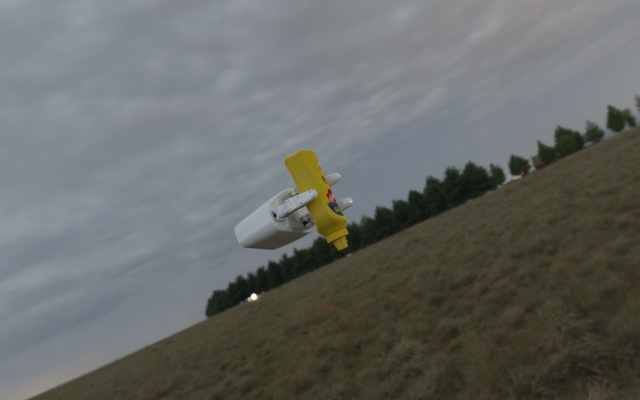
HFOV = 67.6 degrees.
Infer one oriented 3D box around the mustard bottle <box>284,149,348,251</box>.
[{"bbox_3d":[0.000,0.002,0.879,0.058,0.191,0.096,-27,-8,10],"label":"mustard bottle"}]
